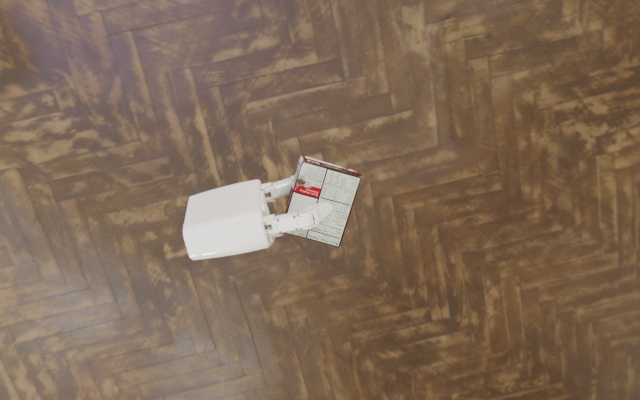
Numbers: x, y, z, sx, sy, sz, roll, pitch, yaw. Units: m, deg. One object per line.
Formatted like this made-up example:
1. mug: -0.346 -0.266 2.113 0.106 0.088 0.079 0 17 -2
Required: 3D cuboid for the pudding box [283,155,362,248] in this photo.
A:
1. pudding box: 0.000 0.002 0.681 0.090 0.113 0.039 15 15 -8
